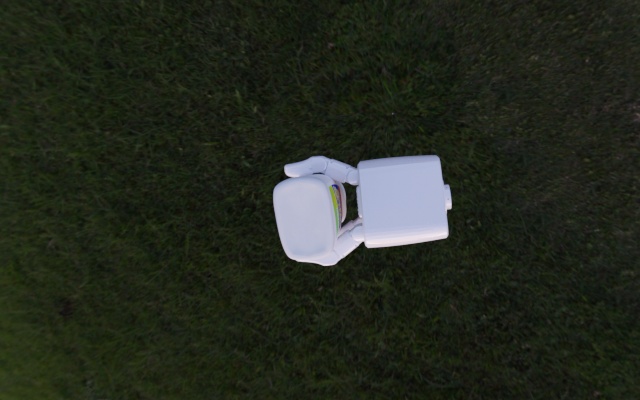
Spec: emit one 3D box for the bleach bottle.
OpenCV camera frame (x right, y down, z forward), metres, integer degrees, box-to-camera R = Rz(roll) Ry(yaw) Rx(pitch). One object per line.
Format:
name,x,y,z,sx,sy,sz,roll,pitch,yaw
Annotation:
bleach bottle,0.000,0.002,0.667,0.068,0.102,0.251,-7,9,10
